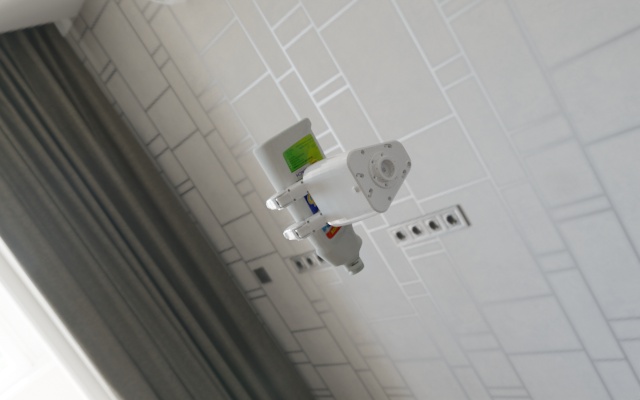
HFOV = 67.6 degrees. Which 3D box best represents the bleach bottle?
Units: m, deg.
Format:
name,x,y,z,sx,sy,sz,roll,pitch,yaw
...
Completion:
name,x,y,z,sx,sy,sz,roll,pitch,yaw
bleach bottle,0.000,0.002,0.753,0.102,0.251,0.068,-37,11,-32
